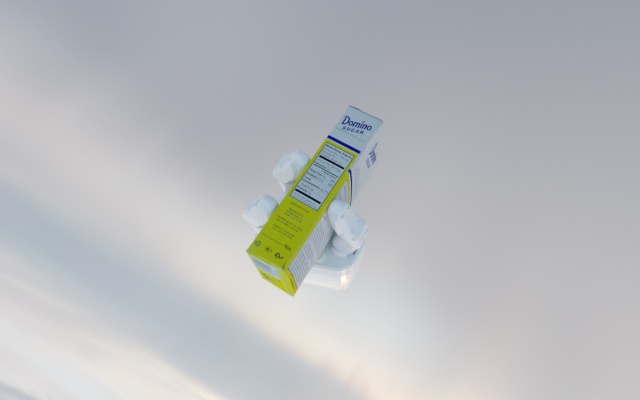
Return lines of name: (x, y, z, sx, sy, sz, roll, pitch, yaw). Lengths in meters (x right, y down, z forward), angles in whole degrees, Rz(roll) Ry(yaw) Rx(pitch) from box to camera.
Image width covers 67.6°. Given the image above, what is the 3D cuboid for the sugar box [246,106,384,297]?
sugar box: (0.000, 0.001, 0.473, 0.048, 0.176, 0.093, 27, -21, 14)
